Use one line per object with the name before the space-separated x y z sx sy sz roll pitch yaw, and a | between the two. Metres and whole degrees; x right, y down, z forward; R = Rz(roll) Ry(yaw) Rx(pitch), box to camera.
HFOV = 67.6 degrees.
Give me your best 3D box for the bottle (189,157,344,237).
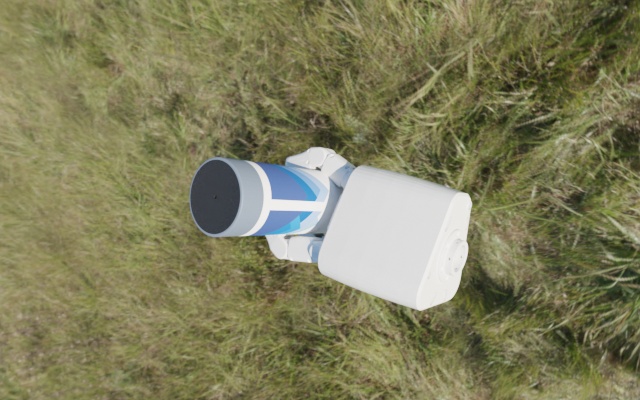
bottle | 0.000 0.002 0.512 0.069 0.069 0.296 0 -2 37
